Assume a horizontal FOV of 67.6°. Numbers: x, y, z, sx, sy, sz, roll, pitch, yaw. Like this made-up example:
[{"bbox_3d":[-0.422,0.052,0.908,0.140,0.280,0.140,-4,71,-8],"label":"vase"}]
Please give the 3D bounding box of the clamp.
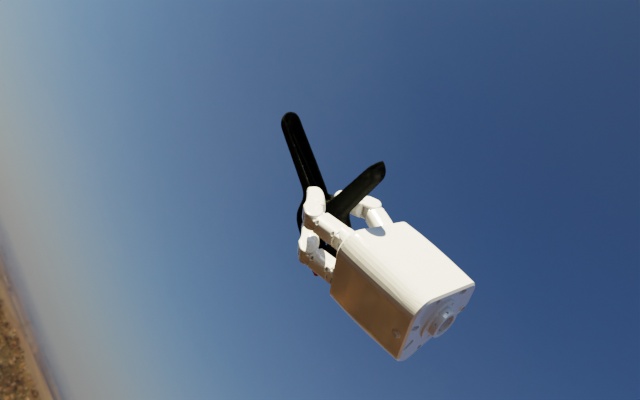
[{"bbox_3d":[0.001,0.002,0.590,0.036,0.210,0.164,-23,48,-33],"label":"clamp"}]
